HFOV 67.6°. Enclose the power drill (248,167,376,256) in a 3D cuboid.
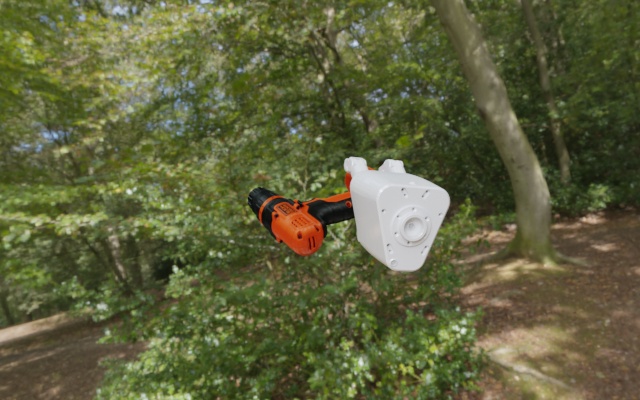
[{"bbox_3d":[0.001,0.002,0.714,0.187,0.057,0.184,-22,33,-23],"label":"power drill"}]
